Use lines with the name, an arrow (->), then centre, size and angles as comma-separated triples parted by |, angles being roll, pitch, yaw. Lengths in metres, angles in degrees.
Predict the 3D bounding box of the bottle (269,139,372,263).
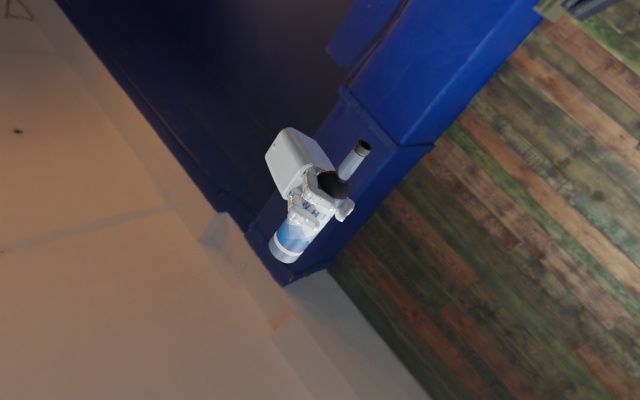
bottle -> 0.000, 0.003, 0.887 | 0.069, 0.069, 0.296 | 0, -41, -43
